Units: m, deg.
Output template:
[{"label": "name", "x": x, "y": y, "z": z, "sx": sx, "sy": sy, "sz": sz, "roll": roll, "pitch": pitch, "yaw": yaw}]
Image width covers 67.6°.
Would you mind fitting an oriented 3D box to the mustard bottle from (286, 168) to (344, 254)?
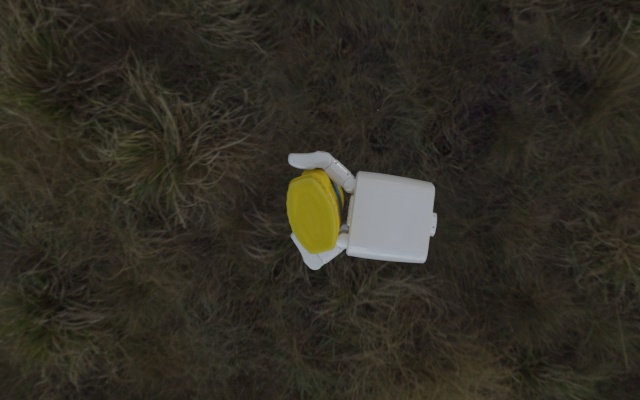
[{"label": "mustard bottle", "x": 0.000, "y": 0.002, "z": 0.660, "sx": 0.058, "sy": 0.096, "sz": 0.191, "roll": -17, "pitch": 8, "yaw": 10}]
